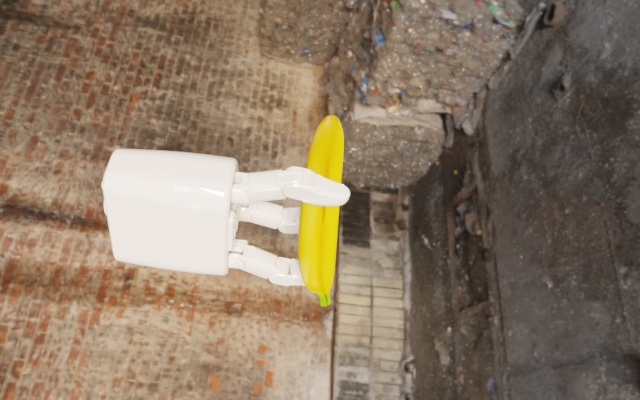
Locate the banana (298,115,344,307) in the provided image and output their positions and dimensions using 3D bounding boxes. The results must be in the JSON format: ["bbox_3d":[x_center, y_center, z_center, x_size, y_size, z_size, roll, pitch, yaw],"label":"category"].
[{"bbox_3d":[0.000,0.001,0.462,0.037,0.197,0.069,5,-11,0],"label":"banana"}]
